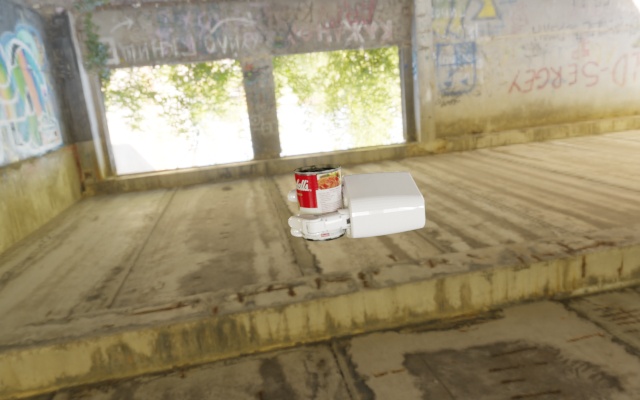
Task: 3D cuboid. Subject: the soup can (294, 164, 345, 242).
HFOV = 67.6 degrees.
[{"bbox_3d":[0.000,0.003,0.703,0.068,0.102,0.068,-5,13,1],"label":"soup can"}]
